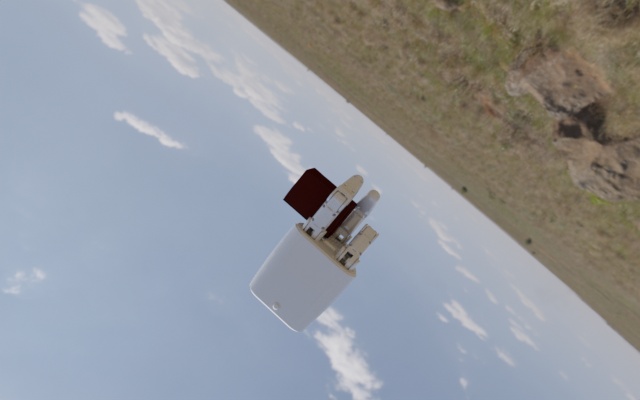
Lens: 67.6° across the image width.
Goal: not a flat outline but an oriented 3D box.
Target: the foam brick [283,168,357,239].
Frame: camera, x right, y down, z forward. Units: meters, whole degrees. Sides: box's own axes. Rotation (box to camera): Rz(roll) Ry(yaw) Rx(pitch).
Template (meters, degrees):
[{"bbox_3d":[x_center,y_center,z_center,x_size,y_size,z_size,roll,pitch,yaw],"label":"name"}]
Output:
[{"bbox_3d":[0.000,0.002,0.619,0.078,0.051,0.053,41,12,6],"label":"foam brick"}]
